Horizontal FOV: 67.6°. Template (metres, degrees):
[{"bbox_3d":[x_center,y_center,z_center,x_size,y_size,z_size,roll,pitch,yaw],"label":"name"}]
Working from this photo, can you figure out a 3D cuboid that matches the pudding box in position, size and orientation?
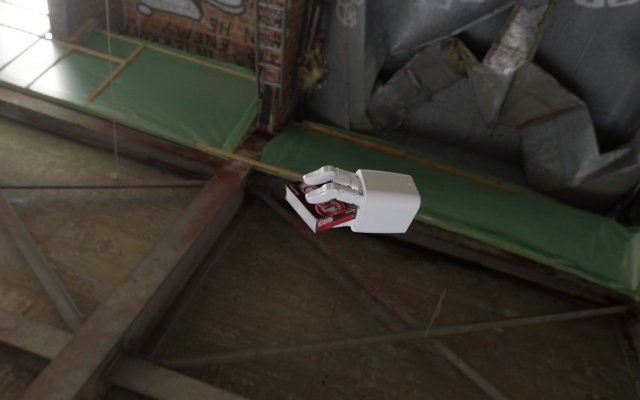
[{"bbox_3d":[0.000,0.003,0.878,0.090,0.039,0.113,-17,43,-30],"label":"pudding box"}]
